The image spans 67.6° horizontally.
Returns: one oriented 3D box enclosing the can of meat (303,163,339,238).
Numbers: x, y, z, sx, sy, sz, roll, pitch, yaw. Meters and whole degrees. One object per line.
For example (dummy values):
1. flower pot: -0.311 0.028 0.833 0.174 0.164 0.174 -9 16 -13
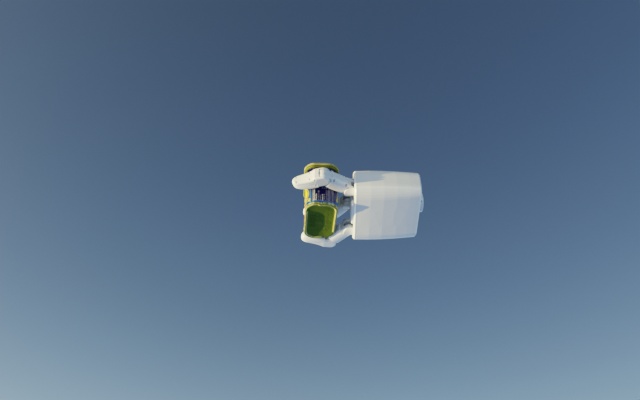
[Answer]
1. can of meat: 0.000 0.003 0.792 0.057 0.084 0.102 2 -37 -3
